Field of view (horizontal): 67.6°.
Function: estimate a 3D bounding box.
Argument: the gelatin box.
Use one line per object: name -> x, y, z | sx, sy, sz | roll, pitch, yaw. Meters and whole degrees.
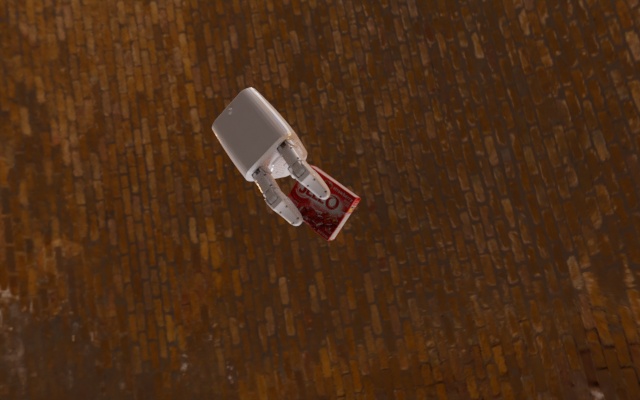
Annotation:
gelatin box -> 0.001, 0.002, 0.676 | 0.089, 0.073, 0.030 | 37, 11, 17
